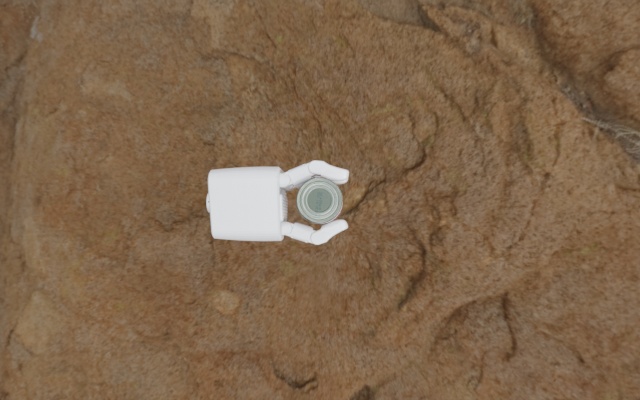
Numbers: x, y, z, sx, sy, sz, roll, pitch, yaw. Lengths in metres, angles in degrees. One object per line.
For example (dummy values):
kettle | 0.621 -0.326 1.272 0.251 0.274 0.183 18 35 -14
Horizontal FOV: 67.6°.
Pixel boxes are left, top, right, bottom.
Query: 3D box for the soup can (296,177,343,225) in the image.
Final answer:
soup can | 0.001 0.002 0.724 0.068 0.068 0.102 0 -3 2
